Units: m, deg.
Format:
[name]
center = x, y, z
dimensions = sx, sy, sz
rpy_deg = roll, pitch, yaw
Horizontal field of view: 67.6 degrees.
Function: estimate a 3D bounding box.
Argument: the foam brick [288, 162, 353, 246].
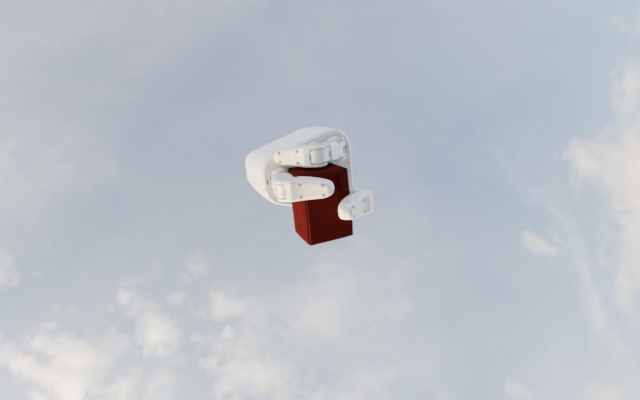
[foam brick]
center = 0.000, 0.002, 0.525
dimensions = 0.053, 0.078, 0.051
rpy_deg = -10, 14, -19
